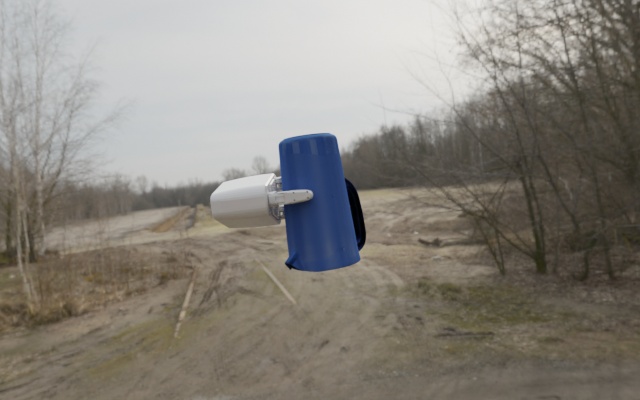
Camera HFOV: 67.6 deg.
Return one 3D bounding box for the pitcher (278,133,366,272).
[{"bbox_3d":[0.000,0.003,0.880,0.145,0.243,0.149,-7,3,8],"label":"pitcher"}]
